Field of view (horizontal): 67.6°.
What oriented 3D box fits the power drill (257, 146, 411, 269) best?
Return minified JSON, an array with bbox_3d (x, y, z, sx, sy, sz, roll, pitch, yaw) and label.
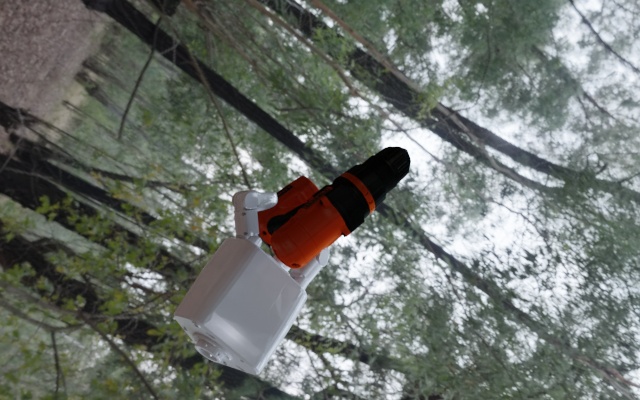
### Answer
[{"bbox_3d":[0.000,0.002,0.565,0.184,0.057,0.187,-37,11,-19],"label":"power drill"}]
